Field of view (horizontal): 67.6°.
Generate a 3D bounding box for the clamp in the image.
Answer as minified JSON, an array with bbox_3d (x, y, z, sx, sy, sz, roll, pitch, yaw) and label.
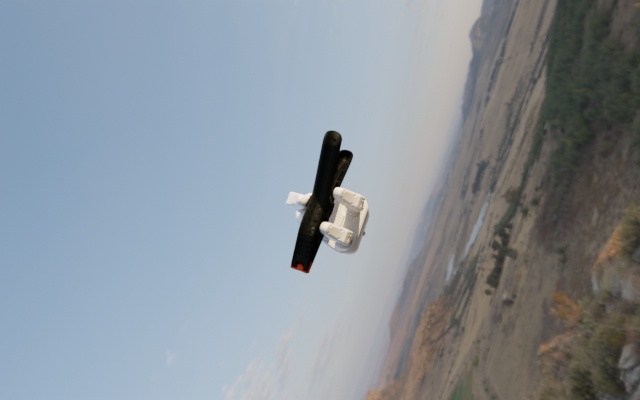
[{"bbox_3d":[-0.001,0.003,0.698,0.036,0.210,0.164,18,-7,12],"label":"clamp"}]
